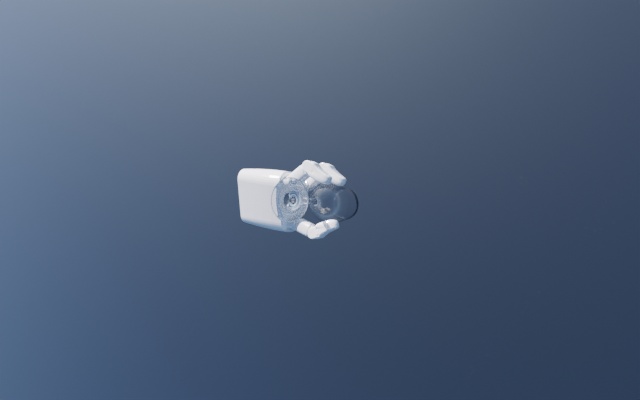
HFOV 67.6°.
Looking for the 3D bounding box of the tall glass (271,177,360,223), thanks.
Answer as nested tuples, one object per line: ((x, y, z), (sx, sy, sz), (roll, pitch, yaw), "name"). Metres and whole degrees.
((0.000, 0.003, 0.863), (0.079, 0.079, 0.201), (0, -2, 32), "tall glass")
